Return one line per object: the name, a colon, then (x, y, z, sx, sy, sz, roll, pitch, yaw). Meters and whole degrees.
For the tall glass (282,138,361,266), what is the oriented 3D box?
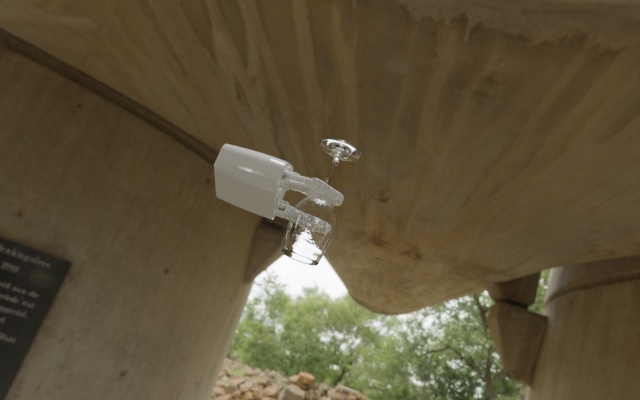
tall glass: (0.000, 0.002, 0.781, 0.079, 0.201, 0.079, 18, -17, 6)
